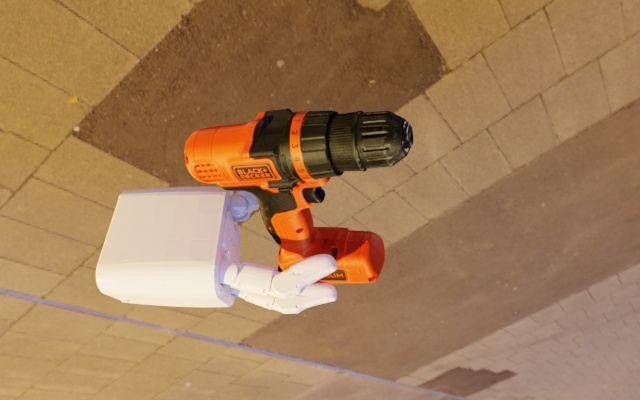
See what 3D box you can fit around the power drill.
[{"bbox_3d":[0.000,0.002,0.415,0.184,0.057,0.188,-1,-41,23],"label":"power drill"}]
